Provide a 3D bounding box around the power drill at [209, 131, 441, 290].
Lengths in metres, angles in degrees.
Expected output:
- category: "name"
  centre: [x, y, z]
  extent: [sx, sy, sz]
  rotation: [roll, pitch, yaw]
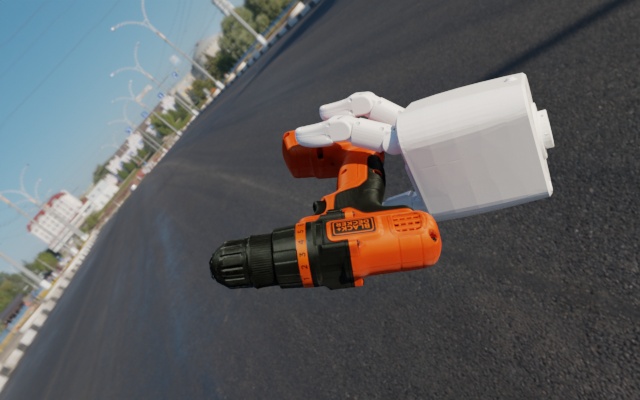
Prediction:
- category: "power drill"
  centre: [0.000, 0.001, 0.436]
  extent: [0.184, 0.057, 0.187]
  rotation: [-6, 39, 2]
